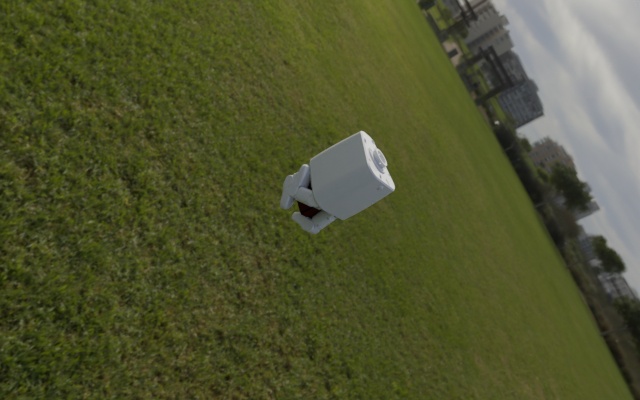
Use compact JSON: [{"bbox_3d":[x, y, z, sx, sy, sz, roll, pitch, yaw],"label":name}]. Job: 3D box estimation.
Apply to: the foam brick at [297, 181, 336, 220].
[{"bbox_3d":[0.000,0.003,0.849,0.051,0.053,0.078,-30,-31,22],"label":"foam brick"}]
